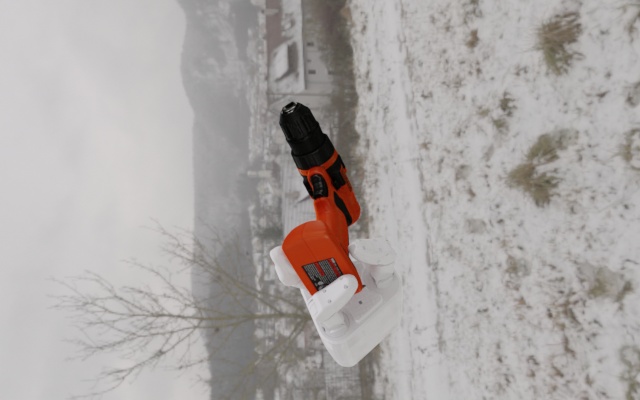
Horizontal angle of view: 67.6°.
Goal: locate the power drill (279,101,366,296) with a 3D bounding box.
[{"bbox_3d":[0.000,0.002,0.535,0.057,0.184,0.187,-18,36,17],"label":"power drill"}]
